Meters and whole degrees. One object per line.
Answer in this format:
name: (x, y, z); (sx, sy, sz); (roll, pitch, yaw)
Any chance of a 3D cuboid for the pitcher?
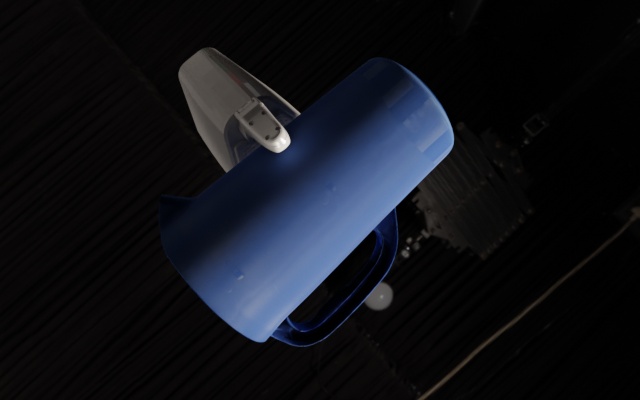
pitcher: (0.000, 0.001, 0.417); (0.145, 0.243, 0.149); (46, -4, 32)
